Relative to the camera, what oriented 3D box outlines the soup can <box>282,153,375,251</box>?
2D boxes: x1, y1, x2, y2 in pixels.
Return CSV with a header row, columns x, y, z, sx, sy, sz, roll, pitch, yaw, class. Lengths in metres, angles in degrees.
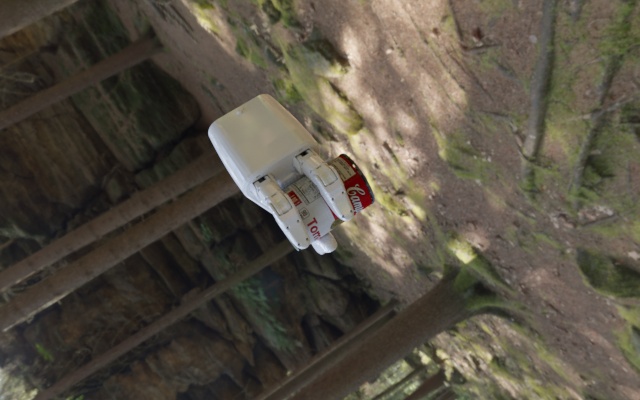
x,y,z,sx,sy,sz,roll,pitch,yaw,class
0.000,0.002,0.536,0.102,0.068,0.068,-33,6,-10,soup can
